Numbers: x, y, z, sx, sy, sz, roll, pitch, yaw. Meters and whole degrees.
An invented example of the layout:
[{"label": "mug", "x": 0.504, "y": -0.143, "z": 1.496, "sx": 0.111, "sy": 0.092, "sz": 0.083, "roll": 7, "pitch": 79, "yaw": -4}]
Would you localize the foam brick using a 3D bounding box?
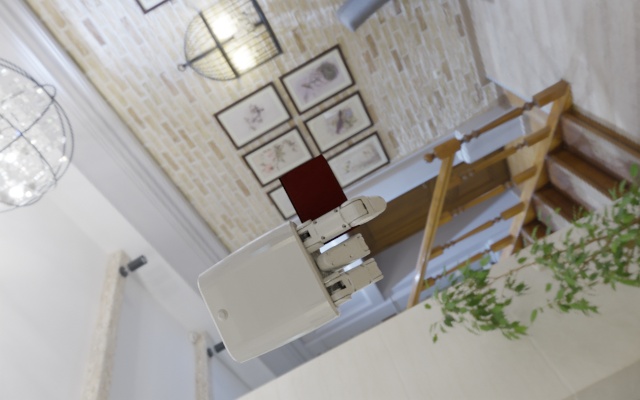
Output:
[{"label": "foam brick", "x": 0.000, "y": 0.001, "z": 0.485, "sx": 0.051, "sy": 0.078, "sz": 0.053, "roll": -29, "pitch": -11, "yaw": 4}]
